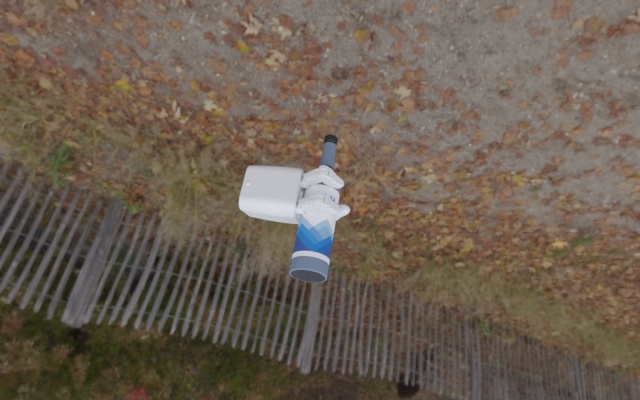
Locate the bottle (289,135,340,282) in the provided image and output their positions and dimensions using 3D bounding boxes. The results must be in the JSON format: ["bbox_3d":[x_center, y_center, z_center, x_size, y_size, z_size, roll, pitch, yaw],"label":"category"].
[{"bbox_3d":[0.000,0.003,0.898,0.069,0.295,0.069,8,-28,4],"label":"bottle"}]
